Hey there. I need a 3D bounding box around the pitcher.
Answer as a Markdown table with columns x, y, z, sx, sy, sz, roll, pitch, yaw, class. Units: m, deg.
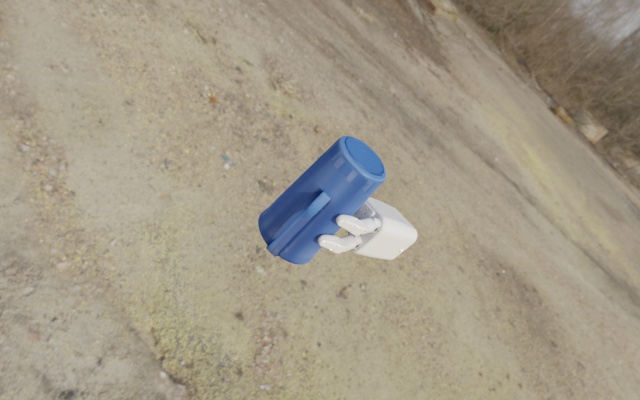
| x | y | z | sx | sy | sz | roll | pitch | yaw | class |
| --- | --- | --- | --- | --- | --- | --- | --- | --- | --- |
| 0.000 | 0.003 | 0.869 | 0.145 | 0.149 | 0.243 | 20 | -53 | -37 | pitcher |
